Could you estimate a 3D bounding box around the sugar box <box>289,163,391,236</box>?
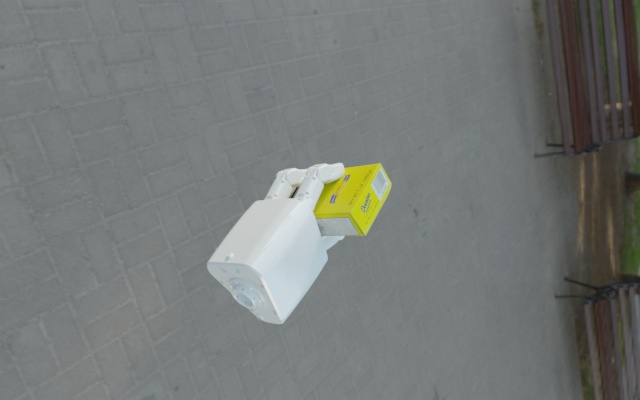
[{"bbox_3d":[0.000,0.002,0.641,0.176,0.048,0.093,-3,42,41],"label":"sugar box"}]
